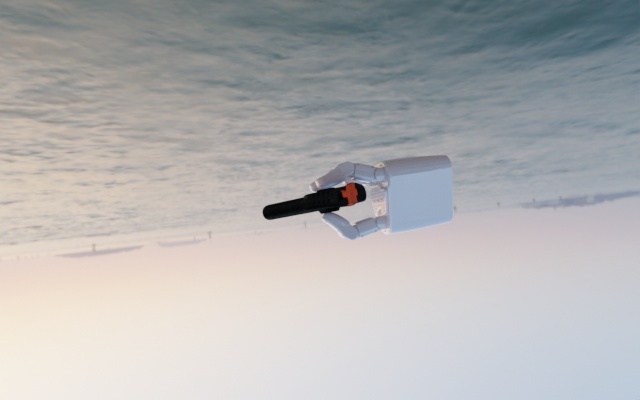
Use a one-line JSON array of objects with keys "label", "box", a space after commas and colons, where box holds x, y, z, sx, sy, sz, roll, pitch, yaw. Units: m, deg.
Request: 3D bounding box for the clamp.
[{"label": "clamp", "box": [0.001, 0.003, 0.715, 0.164, 0.036, 0.210, -11, -2, -12]}]
